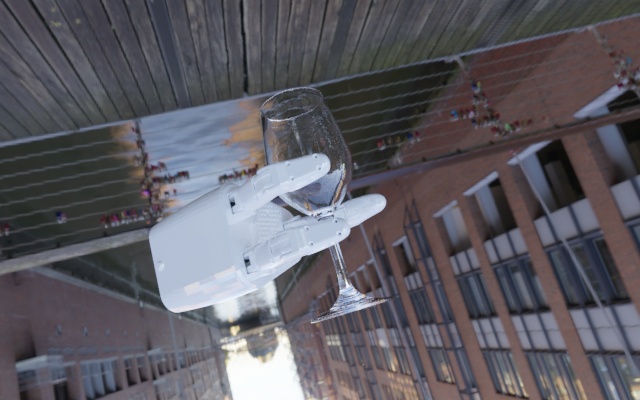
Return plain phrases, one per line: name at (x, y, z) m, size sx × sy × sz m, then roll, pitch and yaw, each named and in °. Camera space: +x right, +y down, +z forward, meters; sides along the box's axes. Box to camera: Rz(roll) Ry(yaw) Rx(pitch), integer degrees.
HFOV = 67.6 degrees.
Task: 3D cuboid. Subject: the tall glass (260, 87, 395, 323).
tall glass at (0.000, 0.002, 0.430) m, size 0.079 × 0.201 × 0.079 m, roll -15°, pitch -13°, yaw -4°
